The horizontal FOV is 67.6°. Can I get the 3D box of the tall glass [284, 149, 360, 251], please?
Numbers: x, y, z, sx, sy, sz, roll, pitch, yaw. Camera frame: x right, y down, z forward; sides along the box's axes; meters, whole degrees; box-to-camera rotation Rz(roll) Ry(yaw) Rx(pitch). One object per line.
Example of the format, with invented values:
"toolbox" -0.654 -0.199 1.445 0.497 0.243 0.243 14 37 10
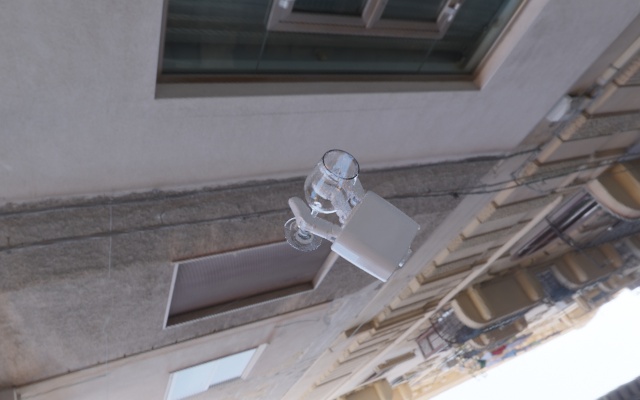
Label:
"tall glass" 0.000 0.003 0.813 0.079 0.079 0.201 0 -37 -24
